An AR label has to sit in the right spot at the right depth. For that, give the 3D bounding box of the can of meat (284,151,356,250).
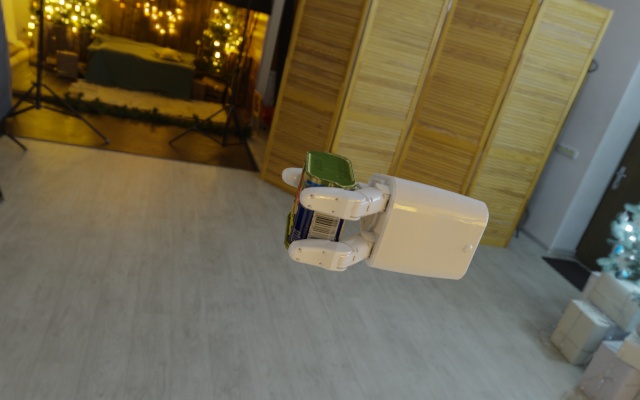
[{"bbox_3d":[0.000,0.001,0.503,0.057,0.084,0.102,13,22,-6],"label":"can of meat"}]
